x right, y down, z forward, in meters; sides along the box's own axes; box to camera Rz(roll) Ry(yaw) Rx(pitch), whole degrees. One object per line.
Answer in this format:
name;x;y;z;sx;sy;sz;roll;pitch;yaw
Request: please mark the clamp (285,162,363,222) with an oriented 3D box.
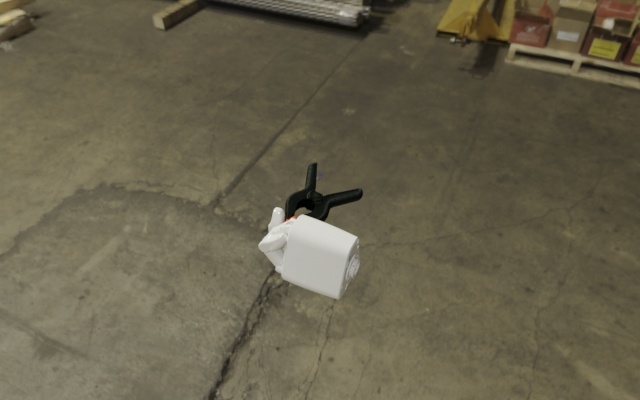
clamp;0.000;0.002;0.871;0.120;0.039;0.171;21;49;15
